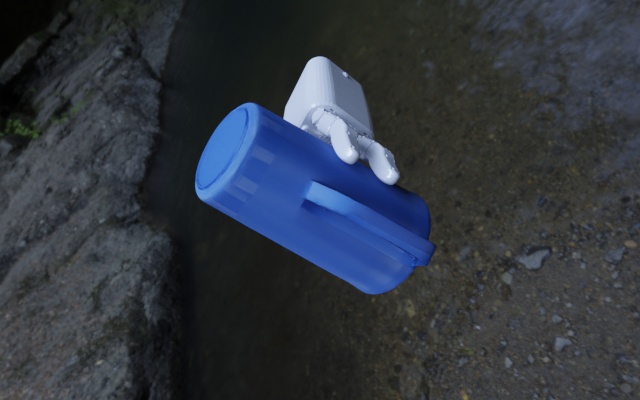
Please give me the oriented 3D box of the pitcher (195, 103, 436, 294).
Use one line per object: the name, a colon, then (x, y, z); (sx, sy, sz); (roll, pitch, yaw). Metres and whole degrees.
pitcher: (0.000, 0.002, 0.510); (0.243, 0.145, 0.149); (29, -49, -30)
